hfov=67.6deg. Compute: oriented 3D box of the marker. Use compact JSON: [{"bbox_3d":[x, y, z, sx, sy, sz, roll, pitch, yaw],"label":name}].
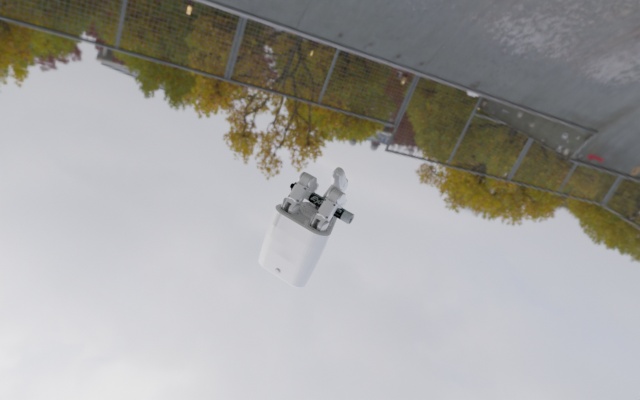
[{"bbox_3d":[0.000,0.003,0.785,0.121,0.020,0.020,29,10,19],"label":"marker"}]
